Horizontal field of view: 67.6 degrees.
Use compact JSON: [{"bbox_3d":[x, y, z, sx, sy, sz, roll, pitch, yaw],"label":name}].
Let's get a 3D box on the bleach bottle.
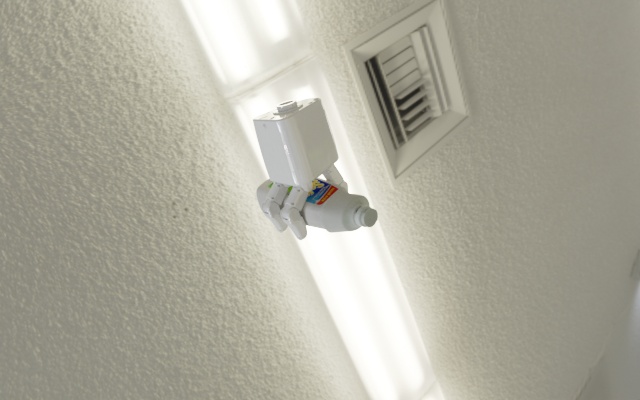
[{"bbox_3d":[0.000,0.003,0.778,0.102,0.068,0.251,-31,26,-31],"label":"bleach bottle"}]
